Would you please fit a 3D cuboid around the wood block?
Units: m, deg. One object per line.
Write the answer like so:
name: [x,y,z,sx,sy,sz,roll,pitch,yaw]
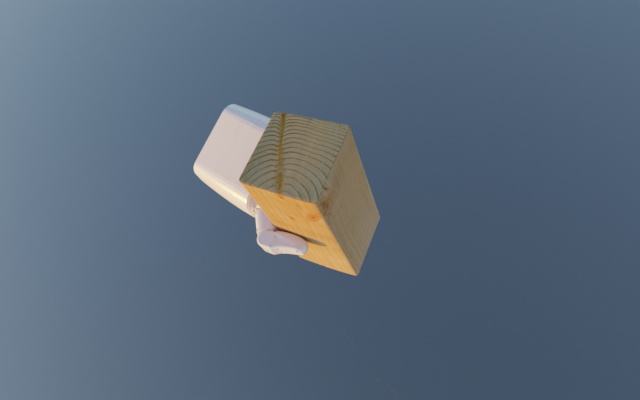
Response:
wood block: [0.000,0.002,0.552,0.090,0.090,0.206,16,-22,23]
